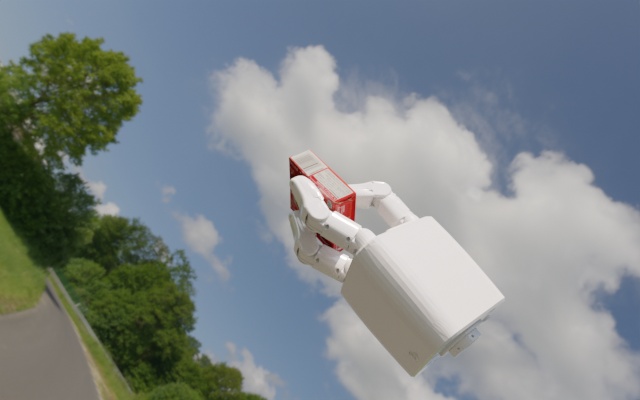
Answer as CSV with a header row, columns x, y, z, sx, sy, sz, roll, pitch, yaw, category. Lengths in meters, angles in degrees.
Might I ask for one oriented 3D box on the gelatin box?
x,y,z,sx,sy,sz,roll,pitch,yaw,category
0.000,0.001,0.499,0.030,0.073,0.089,-23,47,-24,gelatin box
